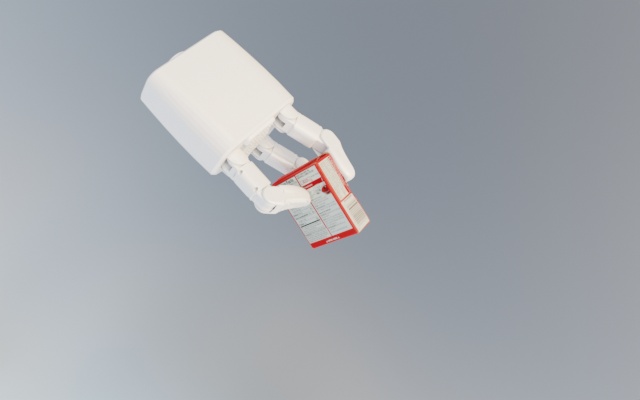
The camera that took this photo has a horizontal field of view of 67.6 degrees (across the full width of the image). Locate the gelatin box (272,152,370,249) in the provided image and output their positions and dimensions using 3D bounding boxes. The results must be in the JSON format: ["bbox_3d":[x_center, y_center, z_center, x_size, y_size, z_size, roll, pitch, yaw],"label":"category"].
[{"bbox_3d":[0.000,0.002,0.514,0.073,0.089,0.030,-25,10,43],"label":"gelatin box"}]
